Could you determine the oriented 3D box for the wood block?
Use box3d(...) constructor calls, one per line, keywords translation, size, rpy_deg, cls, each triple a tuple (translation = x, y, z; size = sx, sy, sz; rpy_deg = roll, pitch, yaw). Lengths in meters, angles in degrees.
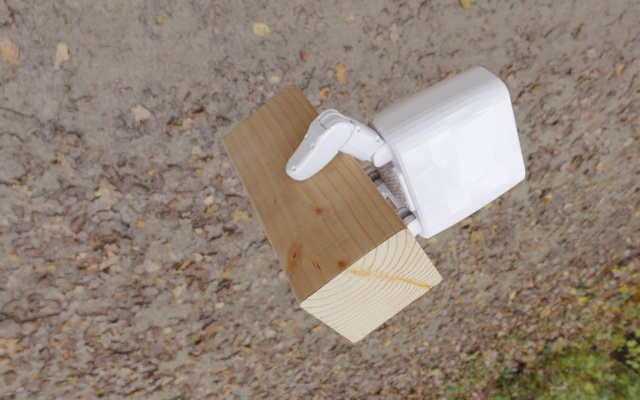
box3d(translation=(0.000, 0.001, 0.412), size=(0.090, 0.206, 0.091), rpy_deg=(-37, -43, 5), cls="wood block")
